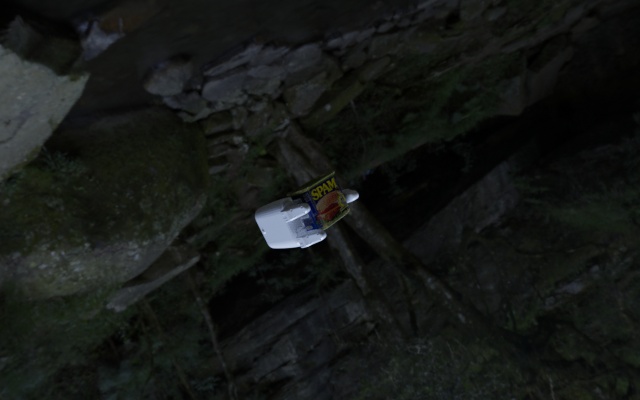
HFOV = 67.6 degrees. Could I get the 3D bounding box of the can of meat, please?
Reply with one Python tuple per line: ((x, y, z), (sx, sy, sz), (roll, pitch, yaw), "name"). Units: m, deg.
((0.000, 0.003, 0.893), (0.057, 0.084, 0.102), (-16, 12, 47), "can of meat")
